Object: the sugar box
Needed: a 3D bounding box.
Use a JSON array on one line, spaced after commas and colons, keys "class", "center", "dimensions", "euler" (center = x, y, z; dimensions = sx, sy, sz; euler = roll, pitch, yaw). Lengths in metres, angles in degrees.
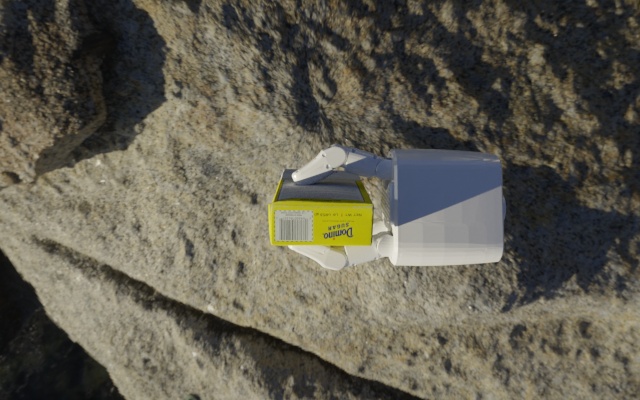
[{"class": "sugar box", "center": [0.000, 0.002, 0.502], "dimensions": [0.093, 0.048, 0.176], "euler": [1, 11, 0]}]
